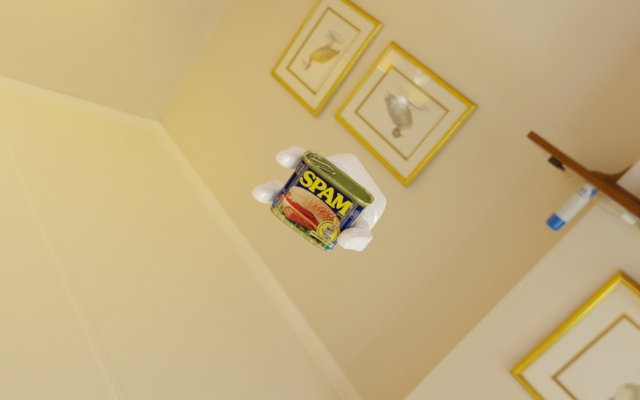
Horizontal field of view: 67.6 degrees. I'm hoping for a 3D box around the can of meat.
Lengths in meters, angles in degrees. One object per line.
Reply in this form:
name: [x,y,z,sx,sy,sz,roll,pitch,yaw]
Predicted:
can of meat: [0.000,0.002,0.592,0.102,0.084,0.057,38,19,3]
